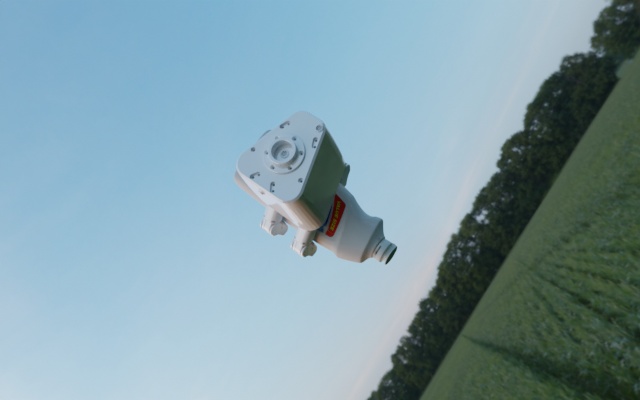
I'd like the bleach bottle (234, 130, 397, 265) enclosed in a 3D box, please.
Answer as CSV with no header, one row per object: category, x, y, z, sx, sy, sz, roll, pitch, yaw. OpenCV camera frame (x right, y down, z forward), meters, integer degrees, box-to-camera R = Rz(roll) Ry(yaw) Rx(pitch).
bleach bottle,0.000,0.002,0.672,0.250,0.102,0.068,33,-8,21
